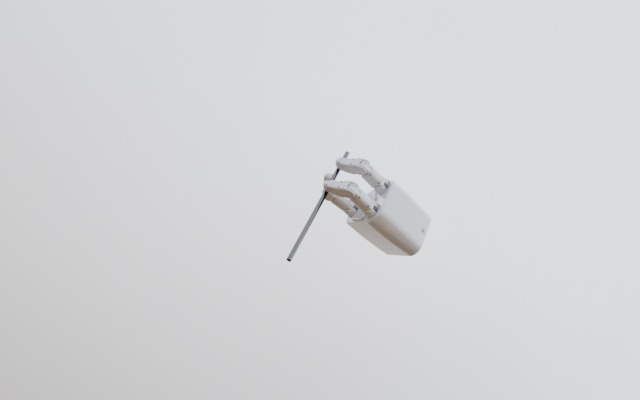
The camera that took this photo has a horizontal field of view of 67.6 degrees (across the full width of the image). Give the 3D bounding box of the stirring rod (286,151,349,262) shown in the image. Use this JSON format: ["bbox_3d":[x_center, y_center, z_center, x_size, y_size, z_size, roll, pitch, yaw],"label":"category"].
[{"bbox_3d":[0.000,0.003,0.789,0.011,0.239,0.011,19,-35,14],"label":"stirring rod"}]
